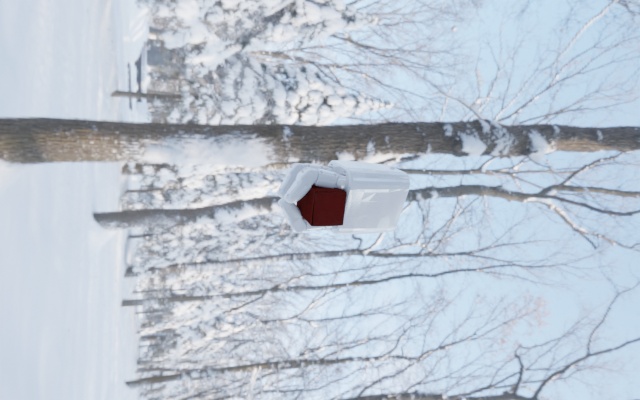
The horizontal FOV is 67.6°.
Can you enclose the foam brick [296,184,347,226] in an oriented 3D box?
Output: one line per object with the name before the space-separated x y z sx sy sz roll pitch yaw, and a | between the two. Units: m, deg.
foam brick | 0.000 0.003 0.715 0.051 0.053 0.078 1 15 -20
